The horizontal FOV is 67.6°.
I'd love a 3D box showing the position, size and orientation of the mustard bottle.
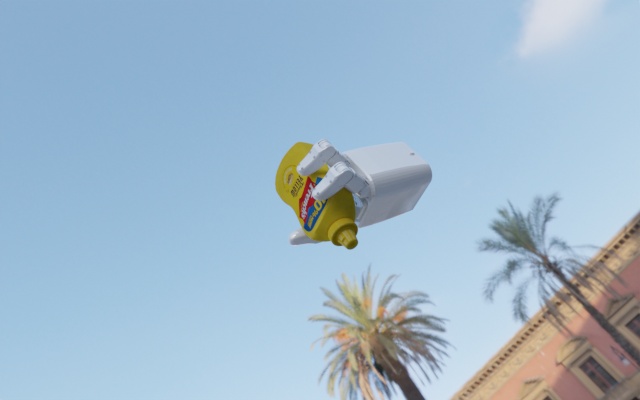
[{"bbox_3d":[0.000,0.002,0.685,0.058,0.096,0.191,8,31,-38],"label":"mustard bottle"}]
